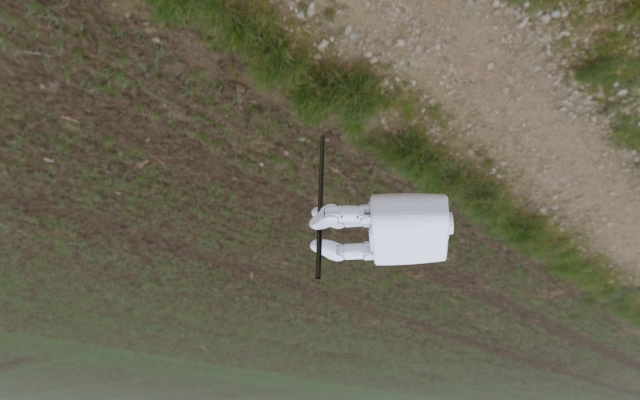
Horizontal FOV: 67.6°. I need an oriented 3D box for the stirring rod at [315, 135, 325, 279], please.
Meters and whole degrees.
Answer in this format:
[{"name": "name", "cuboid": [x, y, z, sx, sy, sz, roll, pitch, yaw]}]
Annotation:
[{"name": "stirring rod", "cuboid": [0.000, 0.002, 0.725, 0.011, 0.239, 0.011, 1, -27, 1]}]
